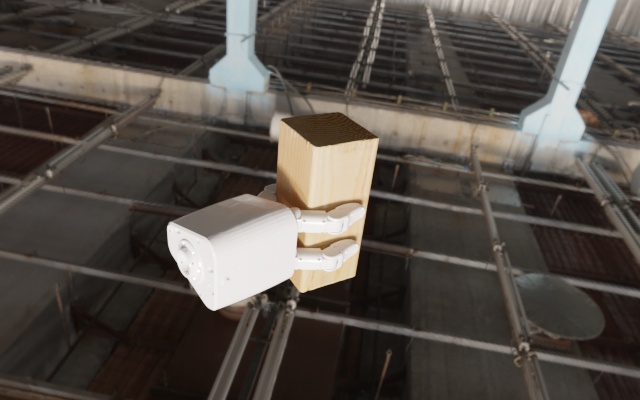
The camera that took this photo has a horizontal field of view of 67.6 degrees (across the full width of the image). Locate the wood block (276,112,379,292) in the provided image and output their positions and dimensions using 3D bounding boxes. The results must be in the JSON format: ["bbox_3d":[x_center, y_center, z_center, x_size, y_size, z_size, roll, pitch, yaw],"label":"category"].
[{"bbox_3d":[0.000,0.002,0.615,0.090,0.206,0.090,-12,36,-29],"label":"wood block"}]
